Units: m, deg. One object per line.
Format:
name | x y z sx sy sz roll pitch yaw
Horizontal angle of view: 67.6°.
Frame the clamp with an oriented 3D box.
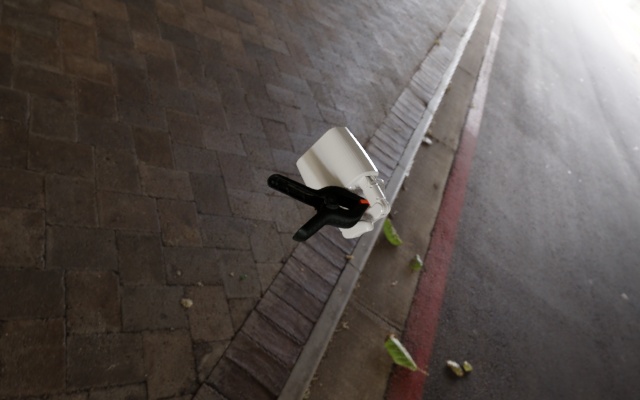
clamp | 0.001 0.002 0.733 0.171 0.120 0.039 -6 -31 -45
